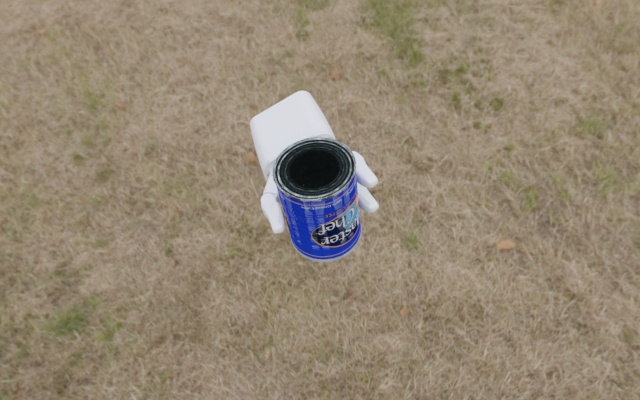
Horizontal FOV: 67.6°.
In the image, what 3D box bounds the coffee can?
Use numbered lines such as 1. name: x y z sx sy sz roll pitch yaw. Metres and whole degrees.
1. coffee can: 0.000 0.002 0.629 0.103 0.102 0.140 0 -38 8
